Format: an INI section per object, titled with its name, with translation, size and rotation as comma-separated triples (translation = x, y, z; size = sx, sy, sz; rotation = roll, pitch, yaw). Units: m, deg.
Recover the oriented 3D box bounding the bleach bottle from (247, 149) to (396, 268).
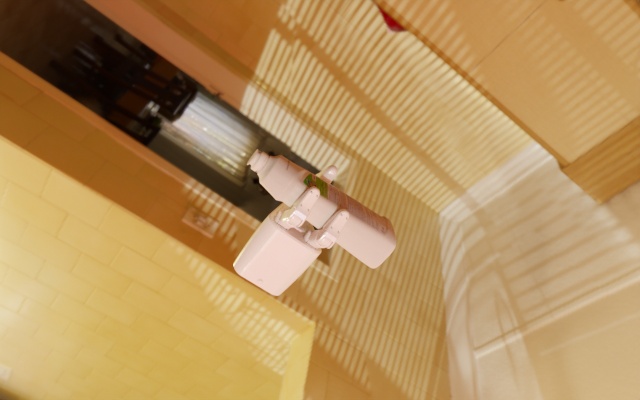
[bleach bottle]
translation = 0.000, 0.002, 0.732
size = 0.251, 0.068, 0.102
rotation = 35, 18, -16
